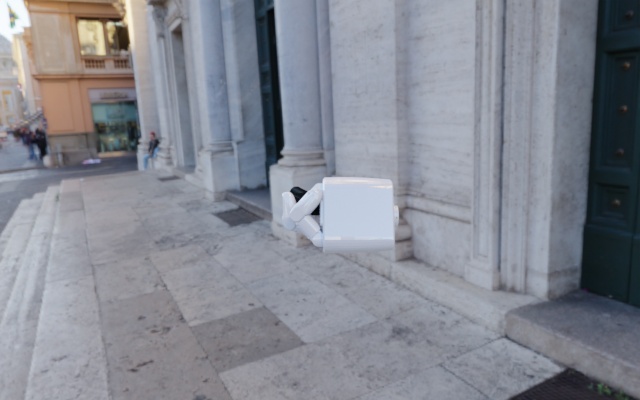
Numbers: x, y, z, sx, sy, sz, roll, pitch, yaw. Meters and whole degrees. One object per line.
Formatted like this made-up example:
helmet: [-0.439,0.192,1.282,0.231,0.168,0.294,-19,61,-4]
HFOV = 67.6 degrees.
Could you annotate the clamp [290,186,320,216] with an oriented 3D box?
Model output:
clamp: [0.000,0.002,0.833,0.120,0.039,0.171,2,11,1]
